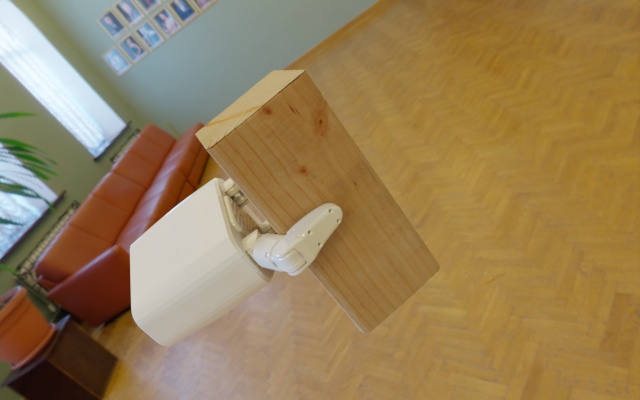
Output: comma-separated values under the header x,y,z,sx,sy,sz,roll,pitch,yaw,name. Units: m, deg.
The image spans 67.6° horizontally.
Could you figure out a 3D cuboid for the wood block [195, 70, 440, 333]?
x,y,z,sx,sy,sz,roll,pitch,yaw,name
0.000,0.002,0.406,0.090,0.206,0.090,-40,24,-6,wood block
